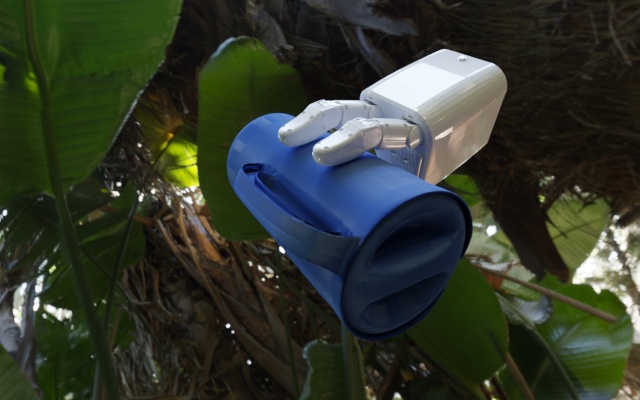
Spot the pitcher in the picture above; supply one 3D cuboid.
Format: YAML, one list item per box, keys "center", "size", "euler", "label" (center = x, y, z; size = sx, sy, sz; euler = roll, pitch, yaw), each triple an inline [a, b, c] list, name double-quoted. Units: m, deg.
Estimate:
- center: [0.000, 0.001, 0.439]
  size: [0.145, 0.149, 0.242]
  euler: [-33, 41, -18]
  label: "pitcher"
